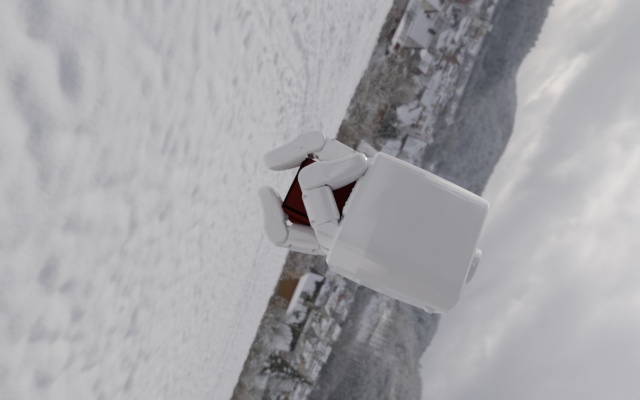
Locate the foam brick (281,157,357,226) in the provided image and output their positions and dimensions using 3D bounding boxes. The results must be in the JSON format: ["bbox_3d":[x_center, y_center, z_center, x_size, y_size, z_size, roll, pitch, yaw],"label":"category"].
[{"bbox_3d":[0.000,0.001,0.456,0.051,0.053,0.078,23,-10,7],"label":"foam brick"}]
